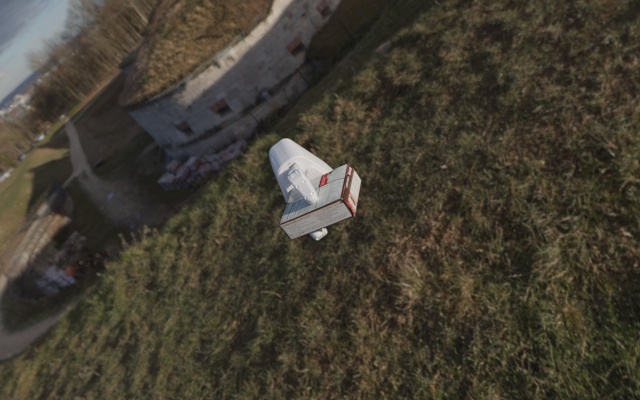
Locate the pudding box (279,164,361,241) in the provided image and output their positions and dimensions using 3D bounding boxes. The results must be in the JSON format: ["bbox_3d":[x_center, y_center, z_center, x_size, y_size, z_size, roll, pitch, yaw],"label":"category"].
[{"bbox_3d":[0.000,0.002,0.702,0.113,0.039,0.090,-24,31,28],"label":"pudding box"}]
